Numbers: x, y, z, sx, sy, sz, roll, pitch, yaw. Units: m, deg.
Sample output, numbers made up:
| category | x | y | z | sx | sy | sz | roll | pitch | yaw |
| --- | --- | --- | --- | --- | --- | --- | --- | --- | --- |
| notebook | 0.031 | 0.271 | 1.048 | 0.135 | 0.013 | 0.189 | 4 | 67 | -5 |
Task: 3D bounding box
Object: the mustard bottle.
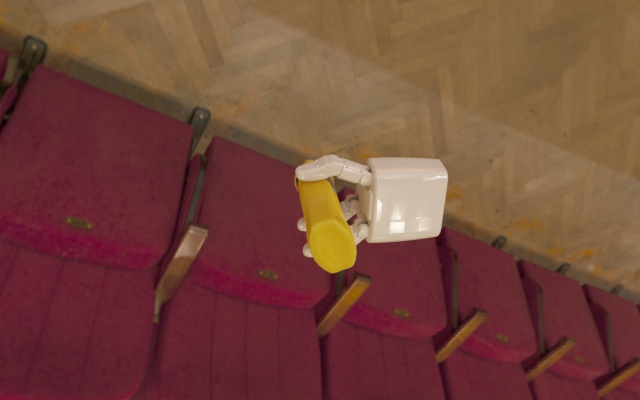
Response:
| category | x | y | z | sx | sy | sz | roll | pitch | yaw |
| --- | --- | --- | --- | --- | --- | --- | --- | --- | --- |
| mustard bottle | 0.000 | 0.002 | 0.667 | 0.058 | 0.096 | 0.191 | -21 | 40 | 5 |
